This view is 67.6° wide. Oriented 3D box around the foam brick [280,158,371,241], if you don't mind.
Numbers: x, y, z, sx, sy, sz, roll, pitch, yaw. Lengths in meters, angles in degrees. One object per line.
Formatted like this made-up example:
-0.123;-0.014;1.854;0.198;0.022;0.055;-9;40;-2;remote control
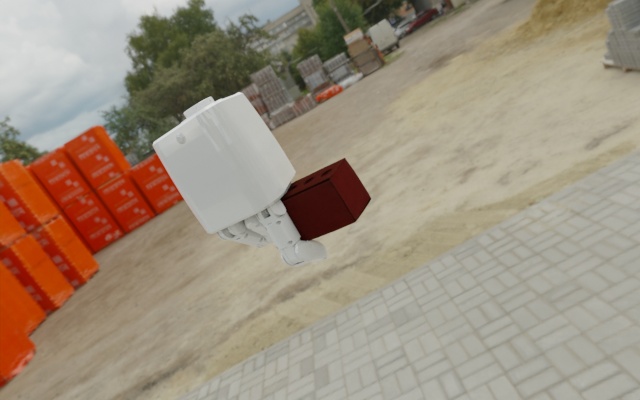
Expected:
0.000;0.001;0.477;0.078;0.051;0.053;-24;14;30;foam brick
